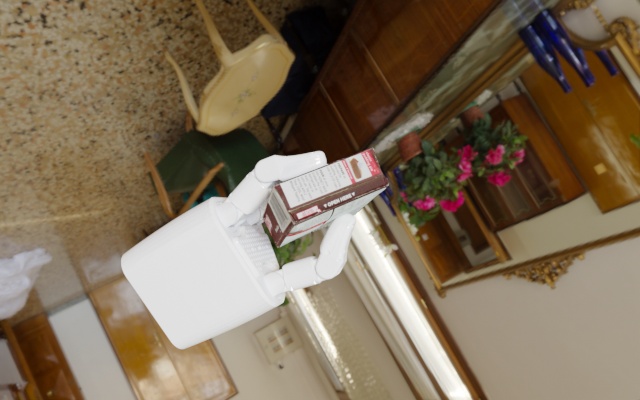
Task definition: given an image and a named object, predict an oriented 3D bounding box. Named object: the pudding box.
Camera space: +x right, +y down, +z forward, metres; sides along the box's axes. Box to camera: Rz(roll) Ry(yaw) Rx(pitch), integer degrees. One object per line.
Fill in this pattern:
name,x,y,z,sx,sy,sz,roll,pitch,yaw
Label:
pudding box,0.000,0.002,0.424,0.090,0.039,0.113,-23,-8,-16
